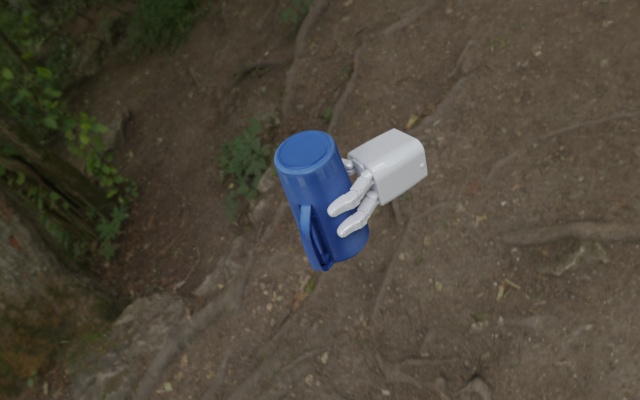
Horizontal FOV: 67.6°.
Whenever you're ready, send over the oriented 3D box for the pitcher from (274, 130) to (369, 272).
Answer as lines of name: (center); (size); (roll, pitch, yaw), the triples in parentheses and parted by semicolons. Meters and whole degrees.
pitcher: (0.000, 0.003, 0.866); (0.145, 0.243, 0.149); (-30, 45, -8)
